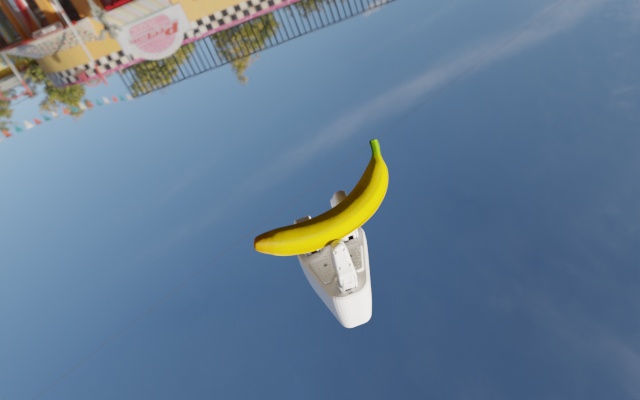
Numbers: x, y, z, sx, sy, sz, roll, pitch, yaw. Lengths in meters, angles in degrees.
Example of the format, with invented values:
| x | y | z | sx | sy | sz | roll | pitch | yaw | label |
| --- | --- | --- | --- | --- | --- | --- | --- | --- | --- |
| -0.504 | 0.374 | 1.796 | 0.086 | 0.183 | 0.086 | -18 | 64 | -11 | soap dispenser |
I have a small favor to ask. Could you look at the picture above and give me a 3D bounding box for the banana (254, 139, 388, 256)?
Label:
| x | y | z | sx | sy | sz | roll | pitch | yaw | label |
| --- | --- | --- | --- | --- | --- | --- | --- | --- | --- |
| 0.015 | 0.013 | 0.564 | 0.198 | 0.069 | 0.037 | -40 | -14 | -14 | banana |
